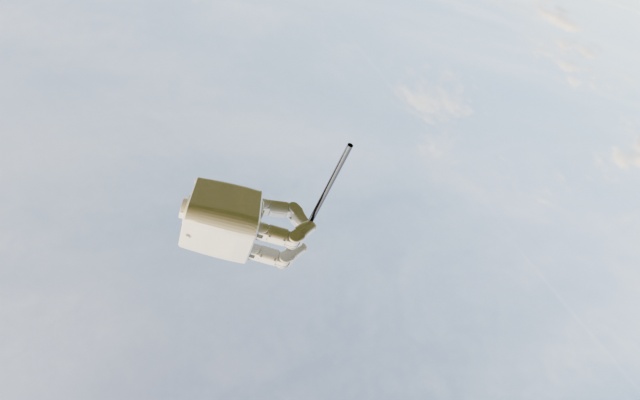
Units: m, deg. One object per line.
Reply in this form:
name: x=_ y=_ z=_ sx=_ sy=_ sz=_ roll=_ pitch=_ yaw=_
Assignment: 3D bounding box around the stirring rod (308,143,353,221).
stirring rod: x=0.000 y=0.002 z=0.705 sx=0.011 sy=0.011 sz=0.240 roll=0 pitch=-38 yaw=-24
